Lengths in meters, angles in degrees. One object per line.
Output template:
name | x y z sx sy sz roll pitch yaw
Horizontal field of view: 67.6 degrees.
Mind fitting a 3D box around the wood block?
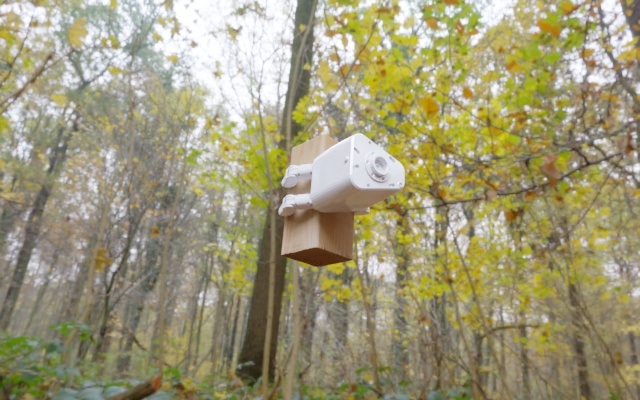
wood block | 0.001 0.003 0.843 0.091 0.206 0.090 24 -30 -39
